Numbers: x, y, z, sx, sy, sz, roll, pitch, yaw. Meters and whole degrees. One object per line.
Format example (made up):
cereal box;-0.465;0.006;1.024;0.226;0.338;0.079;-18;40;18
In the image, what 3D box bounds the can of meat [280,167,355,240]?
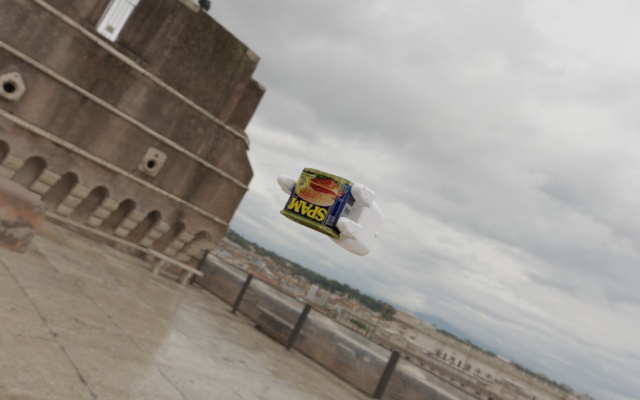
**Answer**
can of meat;0.000;0.002;0.739;0.102;0.084;0.057;20;-11;33
